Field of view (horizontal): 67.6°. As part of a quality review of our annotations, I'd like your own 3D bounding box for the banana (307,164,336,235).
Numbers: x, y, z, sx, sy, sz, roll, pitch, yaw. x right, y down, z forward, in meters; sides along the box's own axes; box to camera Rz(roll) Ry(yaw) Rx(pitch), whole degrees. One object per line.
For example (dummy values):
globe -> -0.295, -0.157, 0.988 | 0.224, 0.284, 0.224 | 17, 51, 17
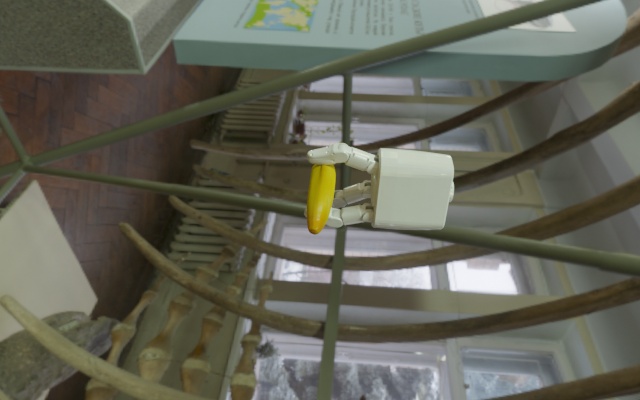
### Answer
banana -> 0.002, -0.017, 0.685 | 0.037, 0.070, 0.197 | 5, 18, 0
